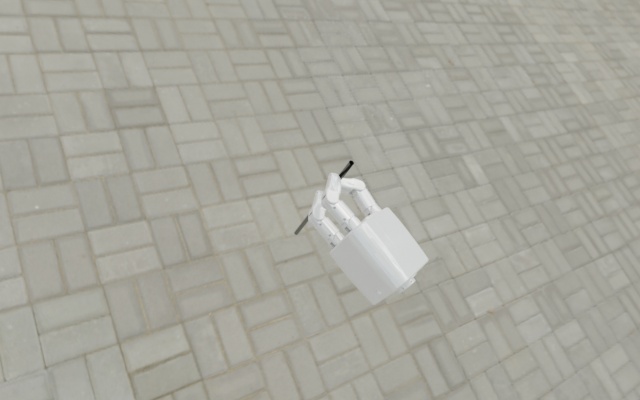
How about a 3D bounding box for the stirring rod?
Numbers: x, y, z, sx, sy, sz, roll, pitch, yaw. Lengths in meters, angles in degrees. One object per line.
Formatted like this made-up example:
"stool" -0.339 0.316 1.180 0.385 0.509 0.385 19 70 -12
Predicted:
"stirring rod" 0.000 0.003 0.794 0.011 0.011 0.240 0 -29 -25
